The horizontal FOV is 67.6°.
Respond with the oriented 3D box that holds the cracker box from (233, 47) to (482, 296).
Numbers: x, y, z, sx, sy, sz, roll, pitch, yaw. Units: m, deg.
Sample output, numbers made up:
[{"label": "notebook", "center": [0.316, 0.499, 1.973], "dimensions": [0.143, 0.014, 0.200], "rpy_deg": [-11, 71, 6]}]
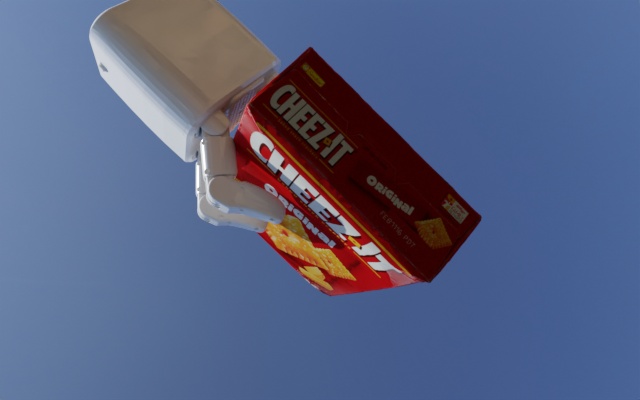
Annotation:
[{"label": "cracker box", "center": [0.000, 0.001, 0.401], "dimensions": [0.072, 0.164, 0.214], "rpy_deg": [-47, 3, -21]}]
